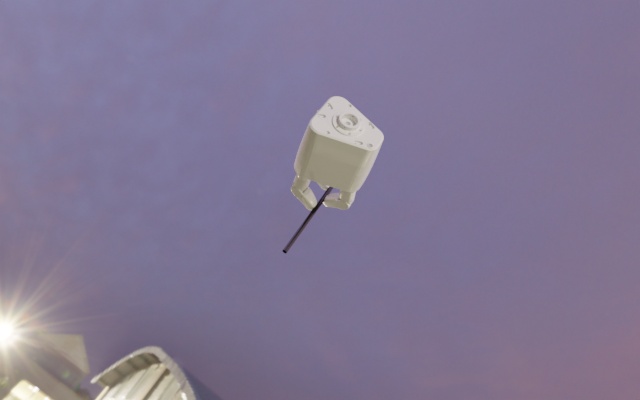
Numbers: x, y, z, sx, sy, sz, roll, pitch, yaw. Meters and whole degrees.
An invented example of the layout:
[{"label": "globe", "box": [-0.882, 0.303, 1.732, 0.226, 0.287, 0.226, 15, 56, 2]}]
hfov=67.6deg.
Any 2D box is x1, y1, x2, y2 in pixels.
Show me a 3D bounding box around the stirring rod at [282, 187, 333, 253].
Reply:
[{"label": "stirring rod", "box": [0.000, 0.003, 0.831, 0.011, 0.011, 0.239, 0, 41, 39]}]
